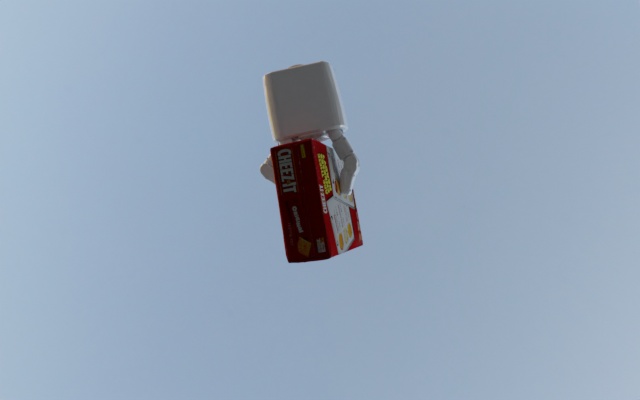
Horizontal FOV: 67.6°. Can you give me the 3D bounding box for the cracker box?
[{"bbox_3d":[0.000,0.002,0.737,0.072,0.164,0.214,-11,-3,16],"label":"cracker box"}]
